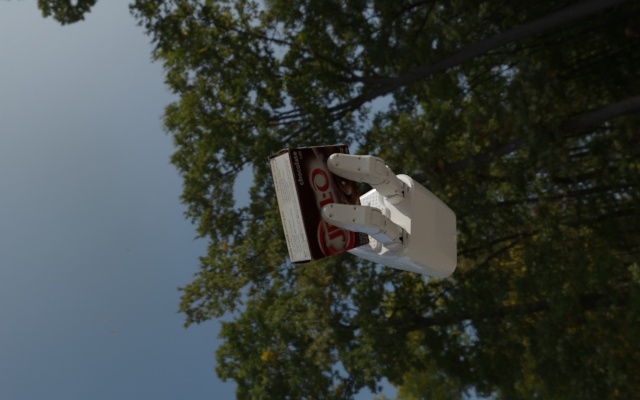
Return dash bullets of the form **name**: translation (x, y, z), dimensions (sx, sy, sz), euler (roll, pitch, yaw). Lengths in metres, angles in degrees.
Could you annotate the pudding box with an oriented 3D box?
- **pudding box**: translation (0.000, 0.002, 0.492), dimensions (0.039, 0.113, 0.090), euler (-17, -4, 42)
